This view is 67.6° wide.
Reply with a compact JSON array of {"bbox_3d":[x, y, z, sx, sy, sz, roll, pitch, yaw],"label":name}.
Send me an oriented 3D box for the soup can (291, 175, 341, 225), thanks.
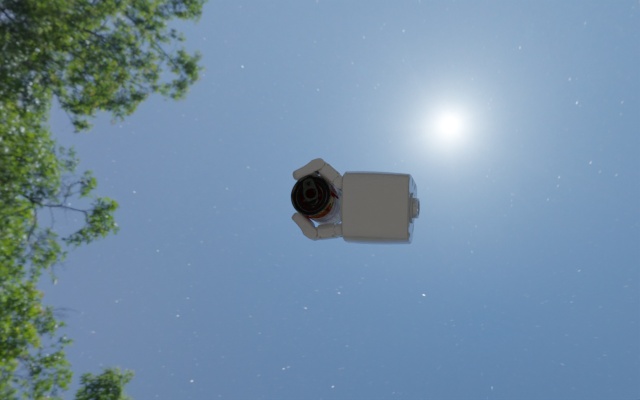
[{"bbox_3d":[0.000,0.003,0.803,0.068,0.068,0.102,0,-13,19],"label":"soup can"}]
